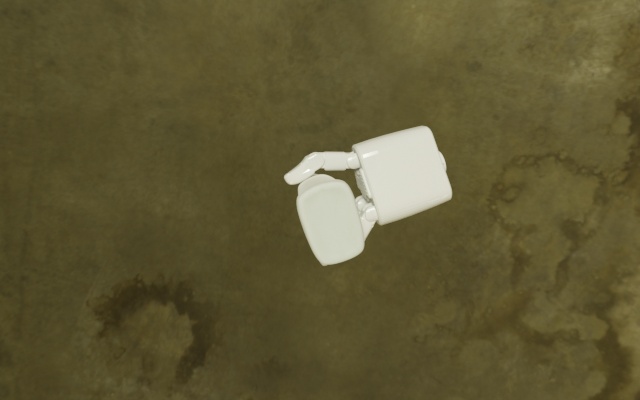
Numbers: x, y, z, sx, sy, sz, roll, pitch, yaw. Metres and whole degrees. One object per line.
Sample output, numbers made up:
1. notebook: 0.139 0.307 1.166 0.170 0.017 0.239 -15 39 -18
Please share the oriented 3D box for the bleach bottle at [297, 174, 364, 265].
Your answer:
1. bleach bottle: 0.000 0.002 0.669 0.068 0.102 0.250 -18 14 -3
